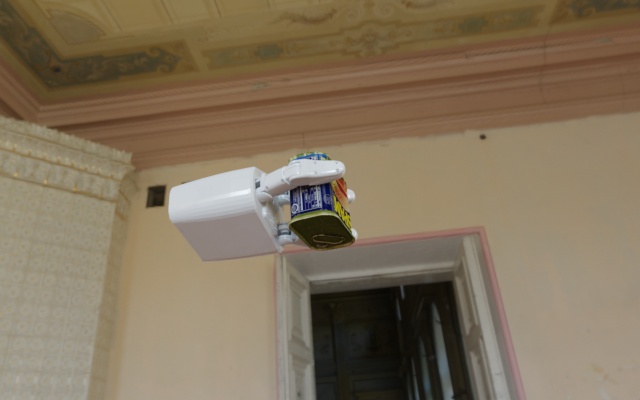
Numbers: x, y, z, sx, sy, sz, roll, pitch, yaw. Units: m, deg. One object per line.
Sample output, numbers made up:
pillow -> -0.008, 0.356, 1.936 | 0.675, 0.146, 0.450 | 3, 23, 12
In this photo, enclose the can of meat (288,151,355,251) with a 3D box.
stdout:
can of meat -> 0.000, 0.001, 0.561 | 0.057, 0.084, 0.102 | -13, -28, 15
